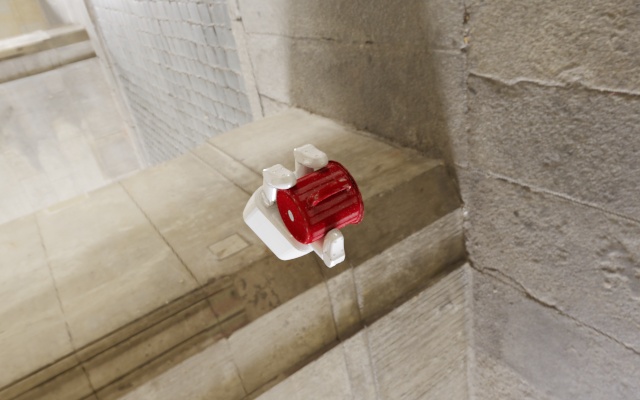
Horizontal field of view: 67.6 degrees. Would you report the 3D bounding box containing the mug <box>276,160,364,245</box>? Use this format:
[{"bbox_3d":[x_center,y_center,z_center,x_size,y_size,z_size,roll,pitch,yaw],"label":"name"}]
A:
[{"bbox_3d":[0.000,0.002,0.606,0.081,0.093,0.117,-26,-5,-24],"label":"mug"}]
